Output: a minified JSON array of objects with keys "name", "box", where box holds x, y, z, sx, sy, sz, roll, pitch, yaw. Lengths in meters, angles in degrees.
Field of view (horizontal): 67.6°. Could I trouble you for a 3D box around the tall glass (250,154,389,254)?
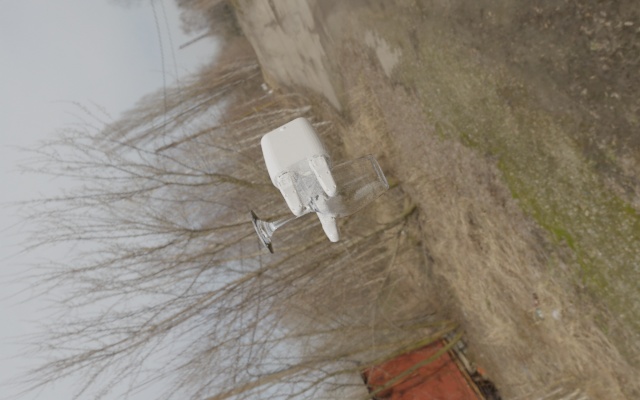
[{"name":"tall glass","box":[0.000,0.003,0.717,0.201,0.079,0.079,-27,-1,2]}]
